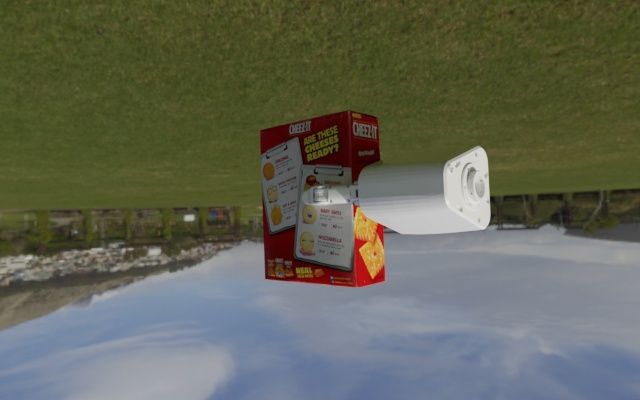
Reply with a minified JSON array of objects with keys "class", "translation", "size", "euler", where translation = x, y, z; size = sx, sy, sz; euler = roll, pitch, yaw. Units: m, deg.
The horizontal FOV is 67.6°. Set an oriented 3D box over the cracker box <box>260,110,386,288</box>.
[{"class":"cracker box","translation":[0.000,0.002,0.641],"size":[0.164,0.213,0.072],"euler":[-4,-3,41]}]
